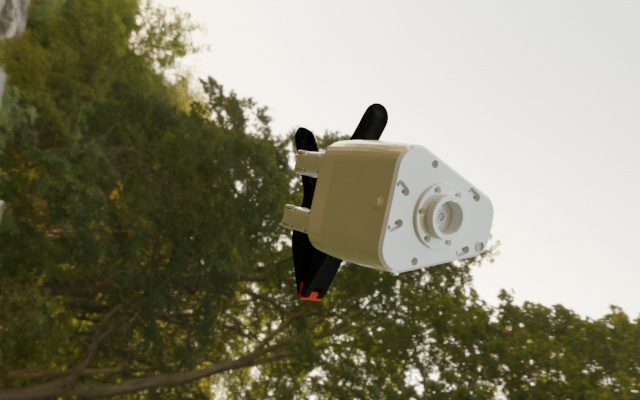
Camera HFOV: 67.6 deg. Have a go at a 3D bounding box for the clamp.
[{"bbox_3d":[0.001,0.002,0.527,0.036,0.210,0.164,12,0,-29],"label":"clamp"}]
